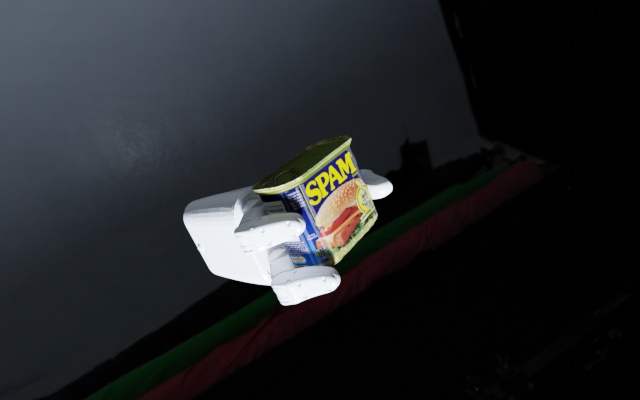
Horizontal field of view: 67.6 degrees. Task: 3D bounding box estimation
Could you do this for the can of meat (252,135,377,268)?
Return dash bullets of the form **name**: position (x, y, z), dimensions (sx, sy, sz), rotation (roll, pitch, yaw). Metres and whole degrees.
- **can of meat**: position (0.000, 0.002, 0.430), dimensions (0.057, 0.084, 0.102), rotation (-6, 26, 43)
